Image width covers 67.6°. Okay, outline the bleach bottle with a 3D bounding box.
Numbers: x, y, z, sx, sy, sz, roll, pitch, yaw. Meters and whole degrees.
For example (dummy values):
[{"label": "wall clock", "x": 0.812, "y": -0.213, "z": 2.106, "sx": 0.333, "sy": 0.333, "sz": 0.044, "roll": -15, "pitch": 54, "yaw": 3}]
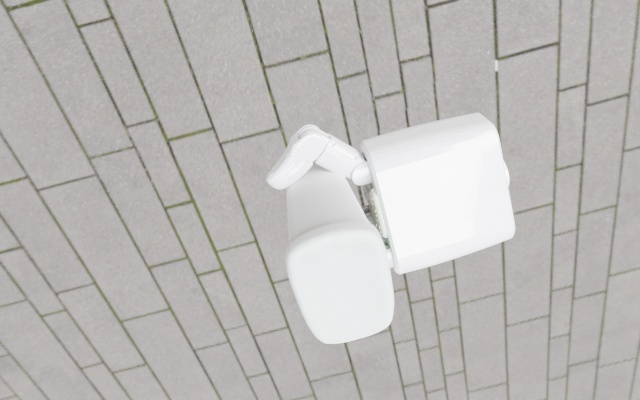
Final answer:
[{"label": "bleach bottle", "x": 0.000, "y": 0.002, "z": 0.429, "sx": 0.068, "sy": 0.103, "sz": 0.250, "roll": -15, "pitch": 32, "yaw": 0}]
